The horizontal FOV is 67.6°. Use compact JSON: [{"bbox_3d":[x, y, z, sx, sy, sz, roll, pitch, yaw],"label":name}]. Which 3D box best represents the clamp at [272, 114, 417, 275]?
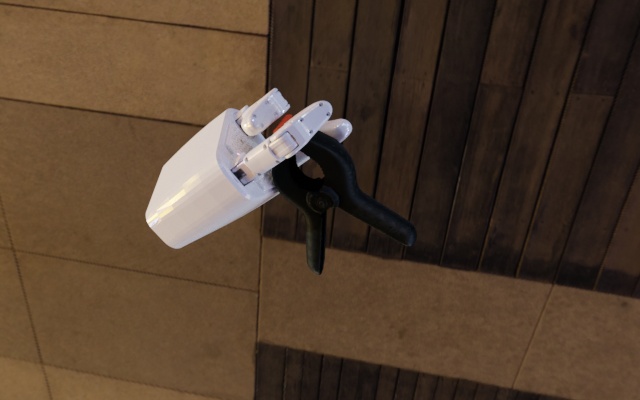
[{"bbox_3d":[0.000,0.002,0.462,0.120,0.171,0.039,-32,17,22],"label":"clamp"}]
